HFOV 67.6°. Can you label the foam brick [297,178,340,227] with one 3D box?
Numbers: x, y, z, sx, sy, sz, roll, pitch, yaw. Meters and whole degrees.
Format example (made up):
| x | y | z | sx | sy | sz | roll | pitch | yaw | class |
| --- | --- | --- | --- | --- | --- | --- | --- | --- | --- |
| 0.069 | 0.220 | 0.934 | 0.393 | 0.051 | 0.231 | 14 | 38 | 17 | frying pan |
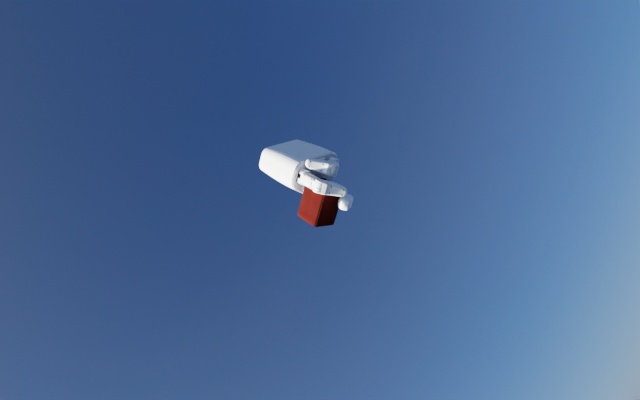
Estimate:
| x | y | z | sx | sy | sz | roll | pitch | yaw | class |
| --- | --- | --- | --- | --- | --- | --- | --- | --- | --- |
| 0.000 | 0.003 | 0.885 | 0.051 | 0.078 | 0.053 | 27 | 18 | 38 | foam brick |
